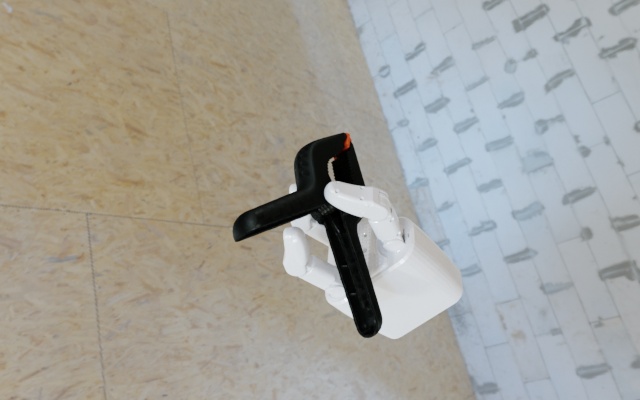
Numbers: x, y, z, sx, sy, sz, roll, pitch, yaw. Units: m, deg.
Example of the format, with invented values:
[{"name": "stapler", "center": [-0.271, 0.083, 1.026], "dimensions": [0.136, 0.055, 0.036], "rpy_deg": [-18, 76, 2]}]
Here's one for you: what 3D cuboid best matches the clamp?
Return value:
[{"name": "clamp", "center": [0.001, 0.001, 0.444], "dimensions": [0.036, 0.209, 0.165], "rpy_deg": [-29, -51, 33]}]
